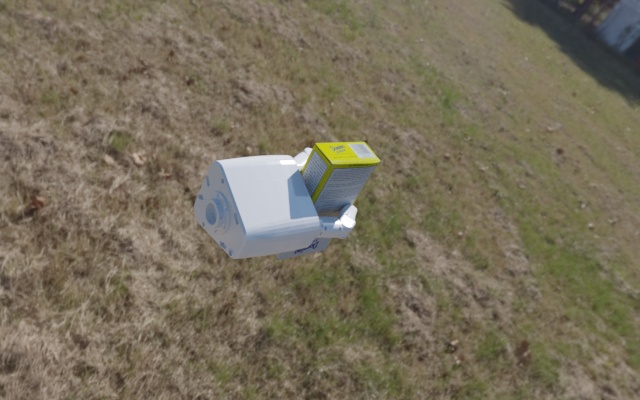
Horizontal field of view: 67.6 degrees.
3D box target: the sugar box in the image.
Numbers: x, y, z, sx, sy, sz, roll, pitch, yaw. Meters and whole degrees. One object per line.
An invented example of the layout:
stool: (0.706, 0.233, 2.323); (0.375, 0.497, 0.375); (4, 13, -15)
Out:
sugar box: (0.000, 0.002, 0.645); (0.093, 0.048, 0.176); (-7, -39, -42)
